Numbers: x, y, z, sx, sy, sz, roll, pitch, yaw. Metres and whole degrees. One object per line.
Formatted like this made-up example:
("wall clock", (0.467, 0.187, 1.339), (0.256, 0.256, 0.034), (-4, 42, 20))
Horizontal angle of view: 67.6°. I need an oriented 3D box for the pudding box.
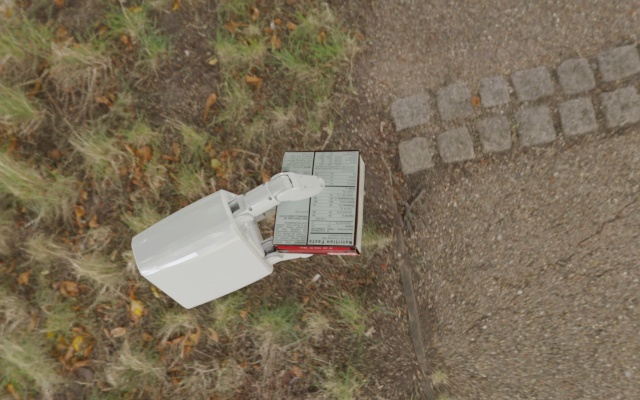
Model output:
("pudding box", (0.000, 0.002, 0.514), (0.090, 0.113, 0.039), (1, -18, 12))
